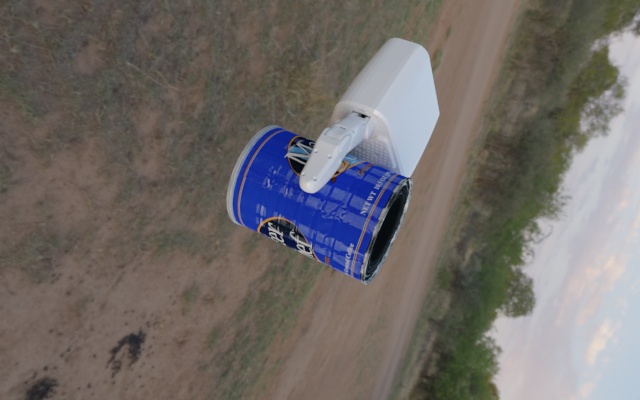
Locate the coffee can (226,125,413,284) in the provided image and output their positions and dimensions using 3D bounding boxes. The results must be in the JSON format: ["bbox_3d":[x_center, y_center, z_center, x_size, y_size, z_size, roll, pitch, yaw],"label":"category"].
[{"bbox_3d":[0.000,0.001,0.442,0.140,0.103,0.103,23,8,18],"label":"coffee can"}]
